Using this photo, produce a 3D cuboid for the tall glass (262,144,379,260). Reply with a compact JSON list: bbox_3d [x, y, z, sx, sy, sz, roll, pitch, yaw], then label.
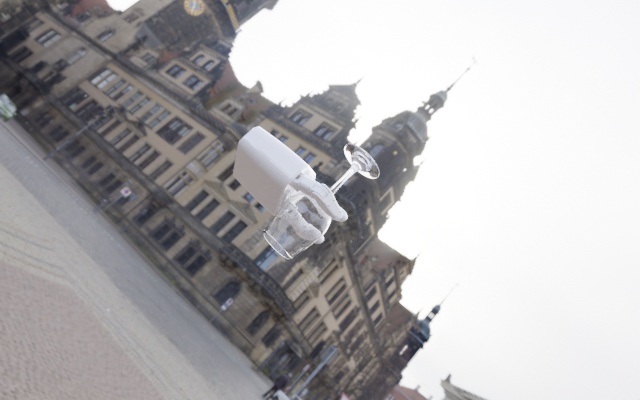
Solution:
[{"bbox_3d":[0.001,0.002,0.752,0.201,0.079,0.079,-45,17,-17],"label":"tall glass"}]
